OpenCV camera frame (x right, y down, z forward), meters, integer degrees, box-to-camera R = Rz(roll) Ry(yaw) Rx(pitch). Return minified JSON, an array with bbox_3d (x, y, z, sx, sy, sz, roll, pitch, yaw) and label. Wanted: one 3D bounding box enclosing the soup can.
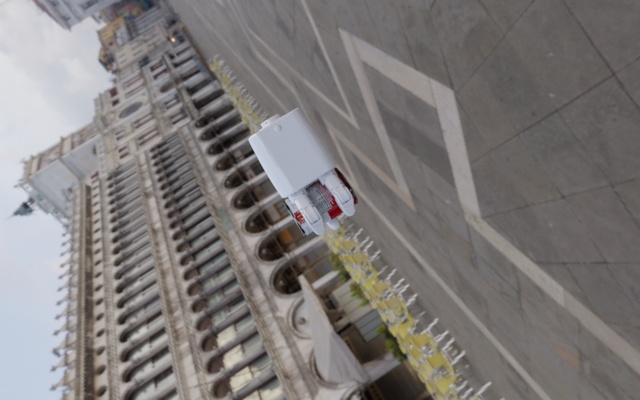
[{"bbox_3d":[0.000,0.003,0.763,0.102,0.068,0.068,-33,2,-4],"label":"soup can"}]
